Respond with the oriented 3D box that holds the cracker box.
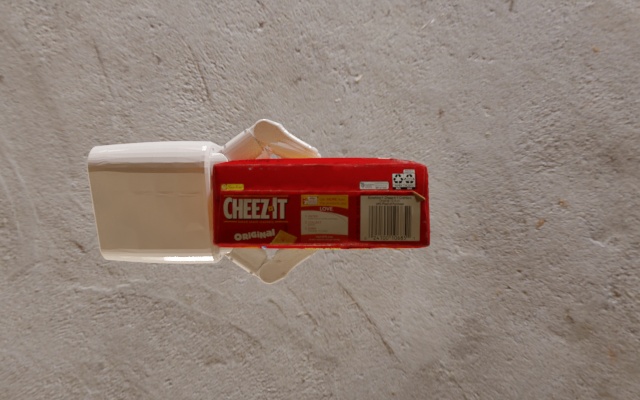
[{"bbox_3d":[0.000,0.002,0.458,0.164,0.072,0.213,0,1,0],"label":"cracker box"}]
